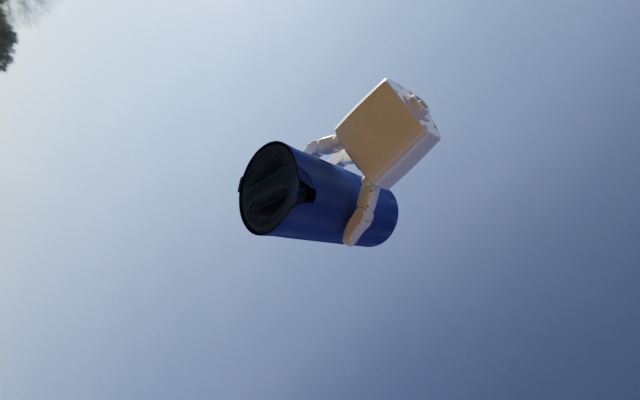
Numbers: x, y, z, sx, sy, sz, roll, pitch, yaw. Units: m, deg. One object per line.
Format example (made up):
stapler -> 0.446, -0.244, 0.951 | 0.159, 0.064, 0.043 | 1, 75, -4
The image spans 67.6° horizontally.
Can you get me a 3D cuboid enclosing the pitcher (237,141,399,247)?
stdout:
pitcher -> 0.000, 0.002, 0.739 | 0.243, 0.149, 0.145 | 15, -51, -42
